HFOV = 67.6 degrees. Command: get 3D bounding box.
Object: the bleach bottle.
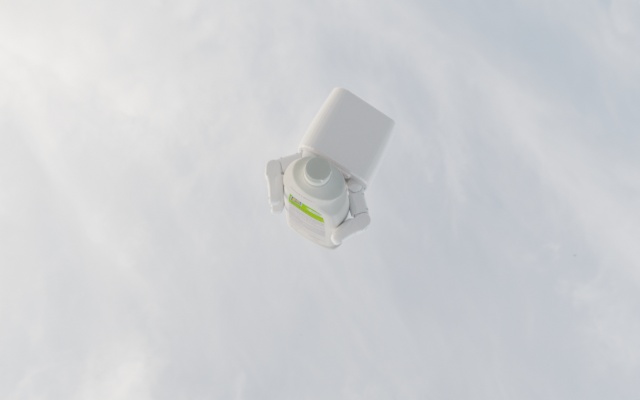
[{"bbox_3d":[0.000,0.002,0.649,0.102,0.068,0.251,27,-15,5],"label":"bleach bottle"}]
